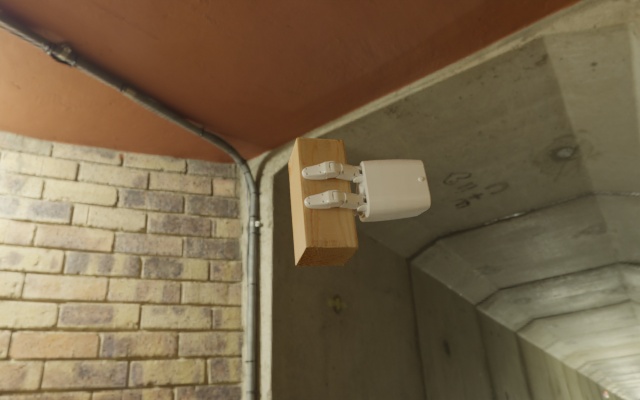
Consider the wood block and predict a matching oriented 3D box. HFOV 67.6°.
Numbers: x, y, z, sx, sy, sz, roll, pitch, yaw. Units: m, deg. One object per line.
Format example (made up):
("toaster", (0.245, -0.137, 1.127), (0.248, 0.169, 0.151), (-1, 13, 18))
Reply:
("wood block", (0.000, 0.003, 0.833), (0.090, 0.206, 0.091), (1, -28, -14))
